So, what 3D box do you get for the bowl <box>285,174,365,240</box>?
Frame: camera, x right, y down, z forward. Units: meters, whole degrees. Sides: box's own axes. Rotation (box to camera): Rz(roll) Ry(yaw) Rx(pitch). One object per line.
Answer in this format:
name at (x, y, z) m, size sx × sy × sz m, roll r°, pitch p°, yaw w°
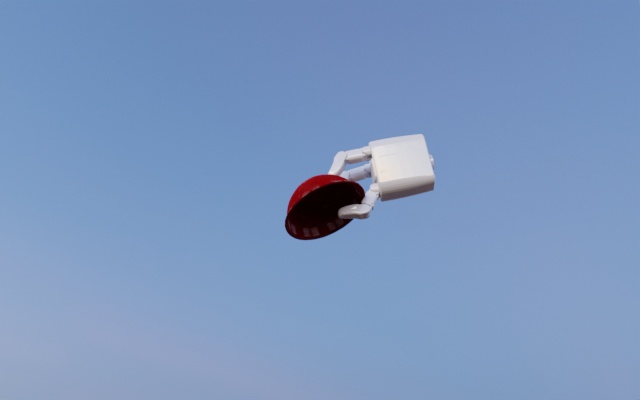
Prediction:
bowl at (-0.001, 0.003, 0.888) m, size 0.162 × 0.055 × 0.162 m, roll -19°, pitch -35°, yaw -14°
